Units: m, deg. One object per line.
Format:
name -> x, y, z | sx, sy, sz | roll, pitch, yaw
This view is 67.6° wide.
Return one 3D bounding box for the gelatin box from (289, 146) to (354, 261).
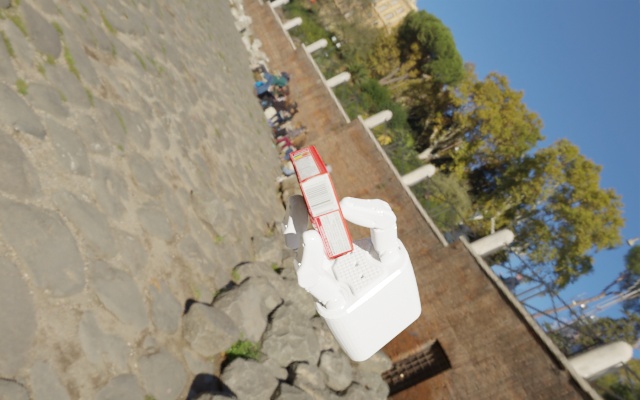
gelatin box -> 0.000, 0.001, 0.458 | 0.030, 0.089, 0.073 | -20, 28, -1
